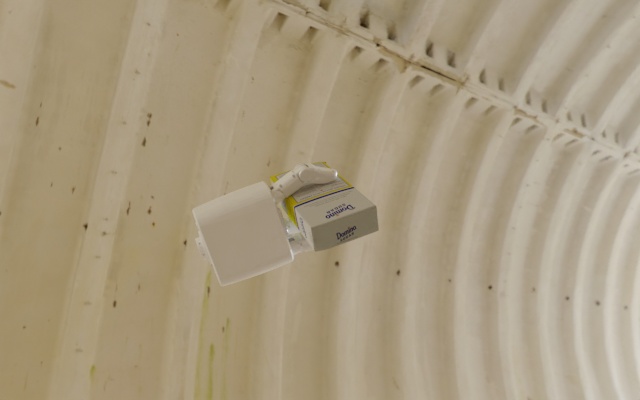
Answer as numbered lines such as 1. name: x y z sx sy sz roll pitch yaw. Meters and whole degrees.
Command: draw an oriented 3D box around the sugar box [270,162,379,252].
1. sugar box: 0.000 0.003 0.671 0.093 0.048 0.176 -18 32 -15
